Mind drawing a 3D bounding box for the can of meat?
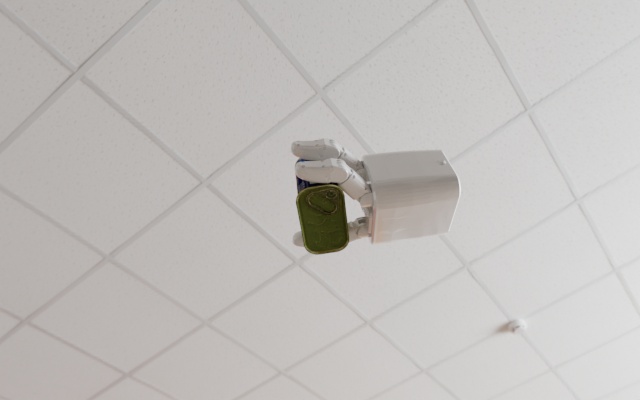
[{"bbox_3d":[0.000,0.002,0.604,0.057,0.102,0.084,-9,36,0],"label":"can of meat"}]
